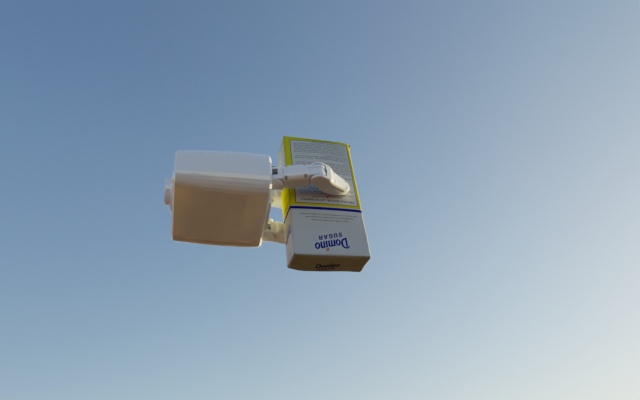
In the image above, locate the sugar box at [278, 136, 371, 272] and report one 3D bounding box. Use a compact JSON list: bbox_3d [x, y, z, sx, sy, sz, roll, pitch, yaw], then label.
[{"bbox_3d":[0.000,0.002,0.592,0.093,0.176,0.048,5,-35,-16],"label":"sugar box"}]
